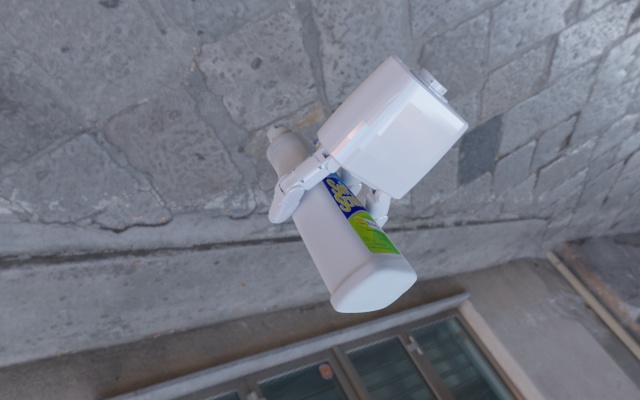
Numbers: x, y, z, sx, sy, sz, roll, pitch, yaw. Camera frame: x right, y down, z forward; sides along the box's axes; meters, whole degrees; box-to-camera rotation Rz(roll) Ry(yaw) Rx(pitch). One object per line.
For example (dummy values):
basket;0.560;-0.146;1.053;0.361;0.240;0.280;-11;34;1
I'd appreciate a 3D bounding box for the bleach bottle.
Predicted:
bleach bottle;0.000;0.002;0.529;0.068;0.250;0.102;-47;-33;21
